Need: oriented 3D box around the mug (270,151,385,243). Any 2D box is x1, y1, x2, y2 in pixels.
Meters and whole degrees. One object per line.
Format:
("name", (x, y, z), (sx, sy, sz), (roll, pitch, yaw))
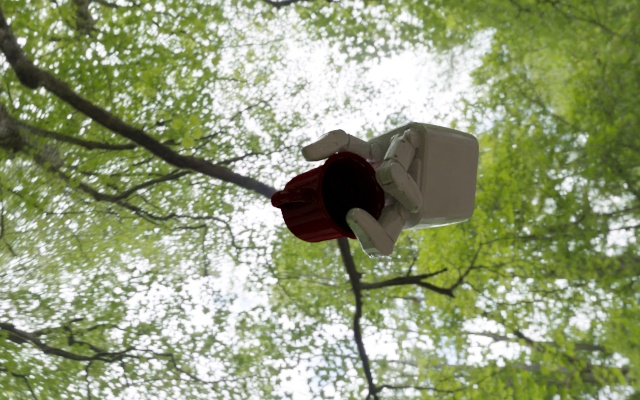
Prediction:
("mug", (-0.001, 0.002, 0.515), (0.117, 0.093, 0.081), (1, -11, -39))
